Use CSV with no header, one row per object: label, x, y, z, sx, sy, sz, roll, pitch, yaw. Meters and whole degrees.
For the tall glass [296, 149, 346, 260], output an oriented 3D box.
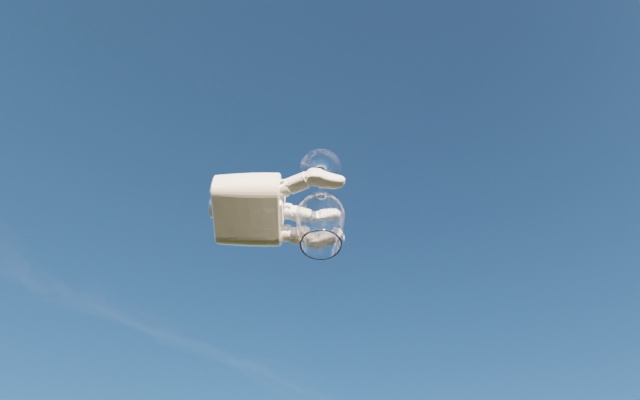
tall glass,0.000,0.002,0.768,0.079,0.079,0.200,0,39,-1
